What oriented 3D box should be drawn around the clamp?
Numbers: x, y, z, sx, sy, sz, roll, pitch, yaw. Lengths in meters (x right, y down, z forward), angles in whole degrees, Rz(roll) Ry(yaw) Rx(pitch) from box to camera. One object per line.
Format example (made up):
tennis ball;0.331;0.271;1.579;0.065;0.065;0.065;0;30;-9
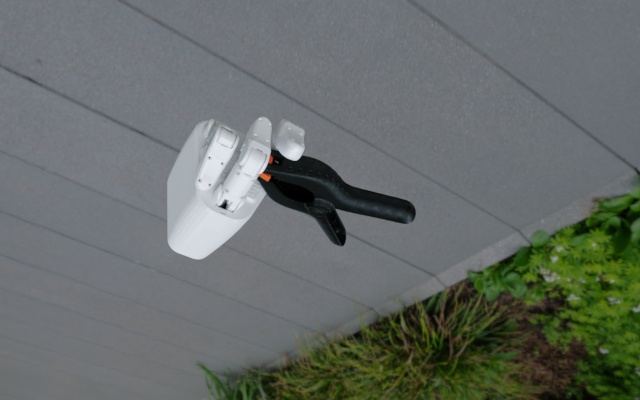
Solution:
clamp;0.000;0.002;0.502;0.171;0.039;0.120;26;-40;-22
